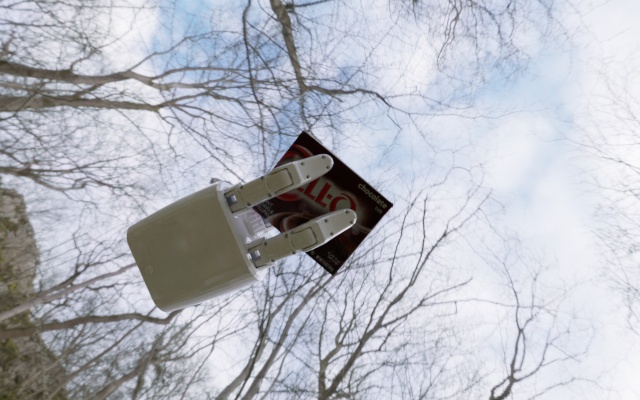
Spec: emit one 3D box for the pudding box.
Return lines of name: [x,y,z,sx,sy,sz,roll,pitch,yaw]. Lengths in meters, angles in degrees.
pudding box: [0.000,0.002,0.463,0.113,0.090,0.039,39,10,3]
